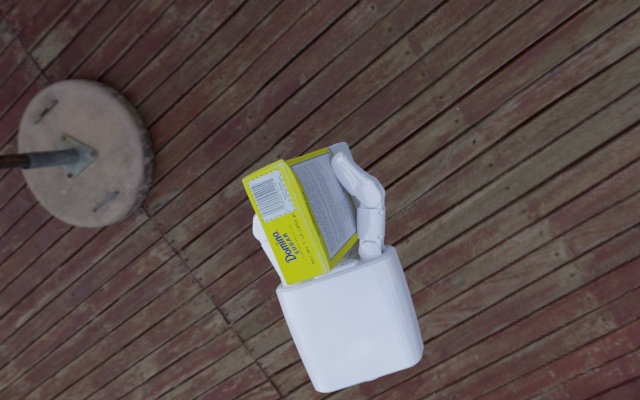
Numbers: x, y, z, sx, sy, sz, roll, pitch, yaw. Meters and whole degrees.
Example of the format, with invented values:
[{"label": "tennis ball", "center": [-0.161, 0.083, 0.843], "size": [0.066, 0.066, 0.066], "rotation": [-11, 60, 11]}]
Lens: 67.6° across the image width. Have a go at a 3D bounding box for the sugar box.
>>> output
[{"label": "sugar box", "center": [0.000, 0.002, 0.440], "size": [0.048, 0.093, 0.176], "rotation": [-21, 4, 19]}]
